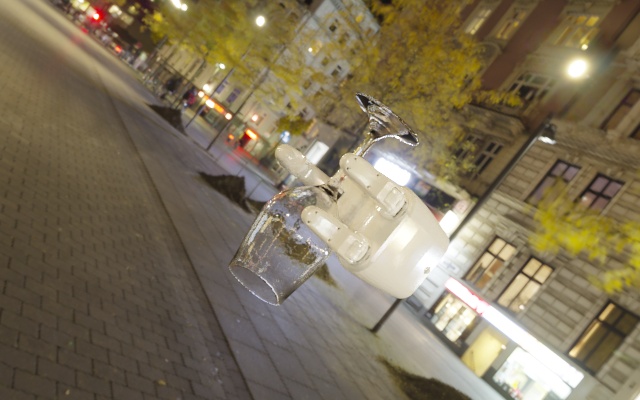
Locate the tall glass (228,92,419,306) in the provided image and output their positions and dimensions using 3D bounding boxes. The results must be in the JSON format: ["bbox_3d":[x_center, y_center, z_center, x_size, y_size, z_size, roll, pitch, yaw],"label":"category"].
[{"bbox_3d":[0.000,0.001,0.447,0.079,0.201,0.079,39,1,0],"label":"tall glass"}]
